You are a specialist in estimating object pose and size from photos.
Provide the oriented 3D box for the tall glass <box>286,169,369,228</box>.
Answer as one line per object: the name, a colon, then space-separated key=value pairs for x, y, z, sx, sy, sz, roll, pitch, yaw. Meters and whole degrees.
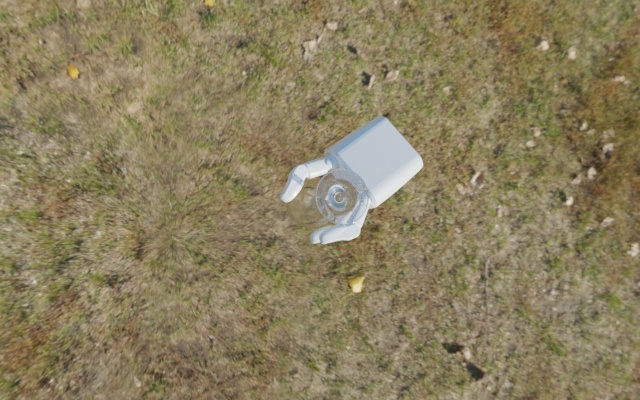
tall glass: x=0.000 y=0.002 z=0.721 sx=0.079 sy=0.079 sz=0.201 roll=0 pitch=-4 yaw=-18
